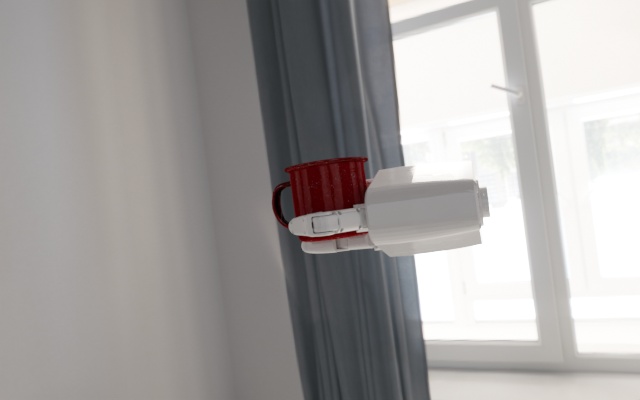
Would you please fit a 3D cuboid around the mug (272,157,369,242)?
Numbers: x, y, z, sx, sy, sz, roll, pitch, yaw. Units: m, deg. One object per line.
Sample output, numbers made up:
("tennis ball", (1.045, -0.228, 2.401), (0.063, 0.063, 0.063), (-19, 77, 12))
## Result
("mug", (-0.001, 0.002, 0.527), (0.117, 0.081, 0.093), (-8, -1, 19))
